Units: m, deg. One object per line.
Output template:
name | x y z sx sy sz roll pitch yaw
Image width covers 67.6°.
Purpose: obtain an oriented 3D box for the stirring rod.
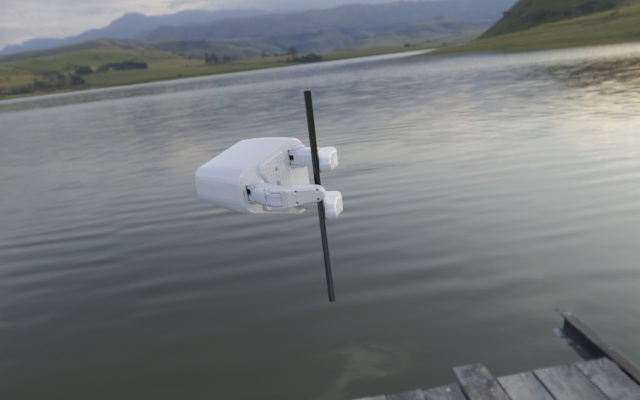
stirring rod | 0.000 0.002 0.526 0.011 0.239 0.011 -6 16 2
